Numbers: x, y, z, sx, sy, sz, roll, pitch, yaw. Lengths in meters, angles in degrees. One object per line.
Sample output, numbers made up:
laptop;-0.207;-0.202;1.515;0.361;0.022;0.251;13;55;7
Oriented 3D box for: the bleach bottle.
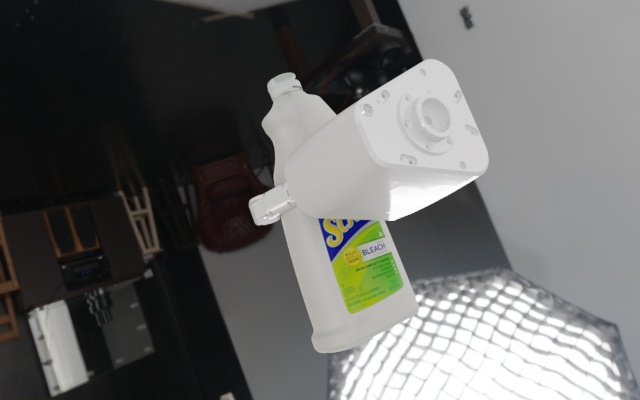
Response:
bleach bottle;0.000;0.001;0.443;0.102;0.251;0.068;-17;-8;-32
